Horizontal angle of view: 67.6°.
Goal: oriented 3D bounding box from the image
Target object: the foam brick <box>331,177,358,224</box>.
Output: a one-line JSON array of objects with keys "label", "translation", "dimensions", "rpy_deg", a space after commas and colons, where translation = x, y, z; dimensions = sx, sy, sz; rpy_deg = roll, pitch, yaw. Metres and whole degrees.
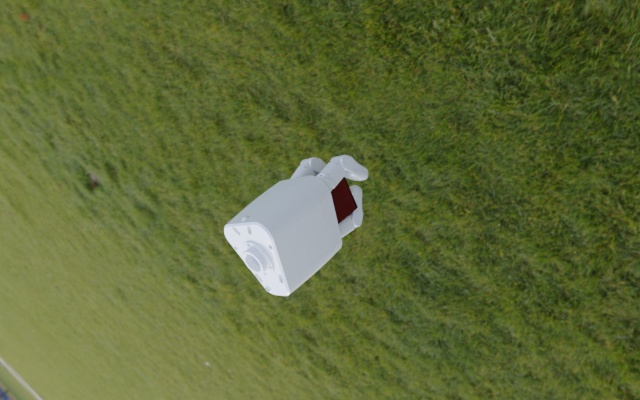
[{"label": "foam brick", "translation": [0.000, 0.002, 0.653], "dimensions": [0.078, 0.053, 0.051], "rpy_deg": [-7, 23, 47]}]
